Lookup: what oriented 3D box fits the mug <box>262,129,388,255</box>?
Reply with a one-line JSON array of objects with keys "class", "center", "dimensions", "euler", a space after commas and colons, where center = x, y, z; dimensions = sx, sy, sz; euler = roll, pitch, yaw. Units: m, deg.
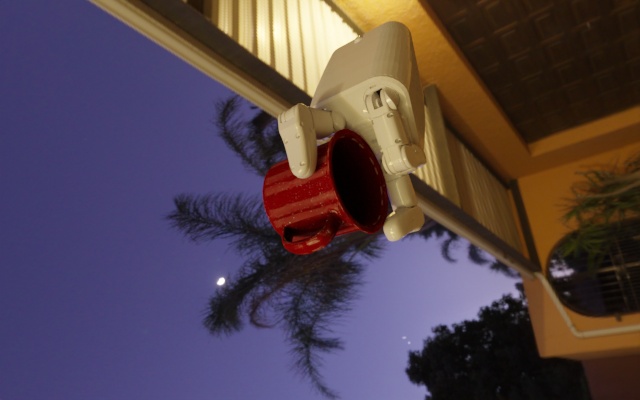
[{"class": "mug", "center": [0.000, 0.003, 0.422], "dimensions": [0.081, 0.117, 0.093], "euler": [-18, -53, 33]}]
